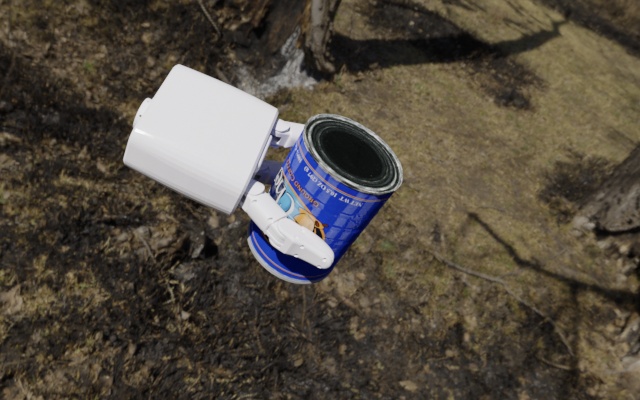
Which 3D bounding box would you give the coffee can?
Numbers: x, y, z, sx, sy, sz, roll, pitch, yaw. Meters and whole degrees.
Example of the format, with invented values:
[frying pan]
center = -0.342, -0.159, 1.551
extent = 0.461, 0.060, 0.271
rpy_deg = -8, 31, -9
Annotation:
[coffee can]
center = 0.000, 0.002, 0.471
extent = 0.103, 0.102, 0.140
rpy_deg = 0, -41, -36
